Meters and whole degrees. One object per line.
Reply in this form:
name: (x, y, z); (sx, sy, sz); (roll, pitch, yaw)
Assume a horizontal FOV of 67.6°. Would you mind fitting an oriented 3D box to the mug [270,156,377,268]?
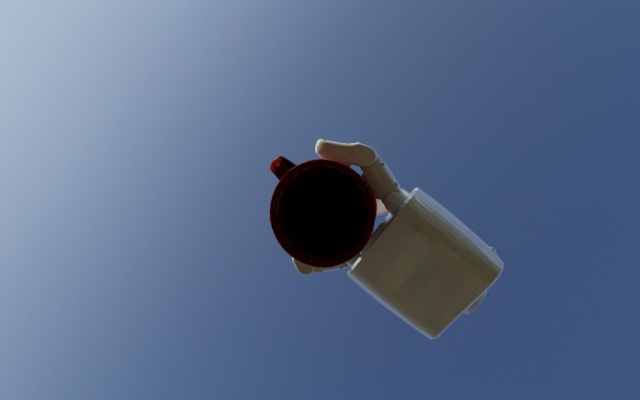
mug: (-0.001, 0.001, 0.448); (0.117, 0.093, 0.081); (40, 10, 8)
